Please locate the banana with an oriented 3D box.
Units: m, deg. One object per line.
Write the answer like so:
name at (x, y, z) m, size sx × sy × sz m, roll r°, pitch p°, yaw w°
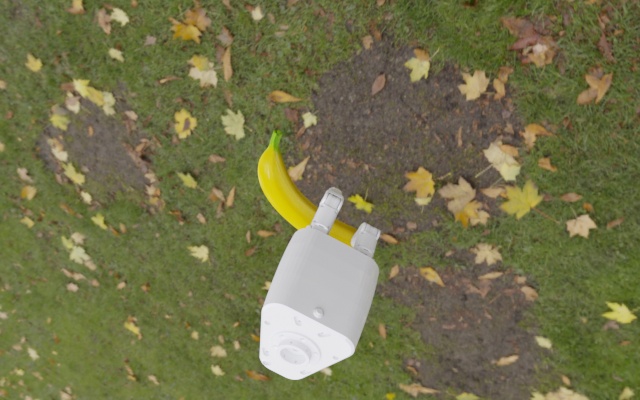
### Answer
banana at (-0.016, 0.008, 0.596) m, size 0.070 × 0.198 × 0.037 m, roll -31°, pitch 20°, yaw 32°
